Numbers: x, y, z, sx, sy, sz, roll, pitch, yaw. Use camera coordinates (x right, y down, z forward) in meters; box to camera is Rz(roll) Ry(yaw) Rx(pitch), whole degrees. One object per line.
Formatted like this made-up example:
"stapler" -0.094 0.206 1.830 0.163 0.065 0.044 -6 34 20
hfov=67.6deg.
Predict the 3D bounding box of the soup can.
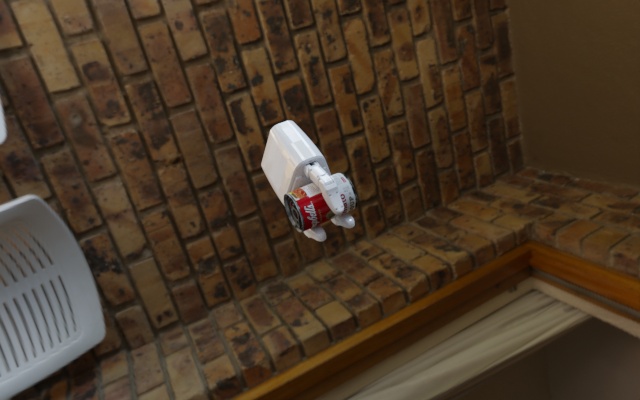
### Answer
"soup can" 0.001 0.003 0.777 0.102 0.068 0.068 -23 8 -19
